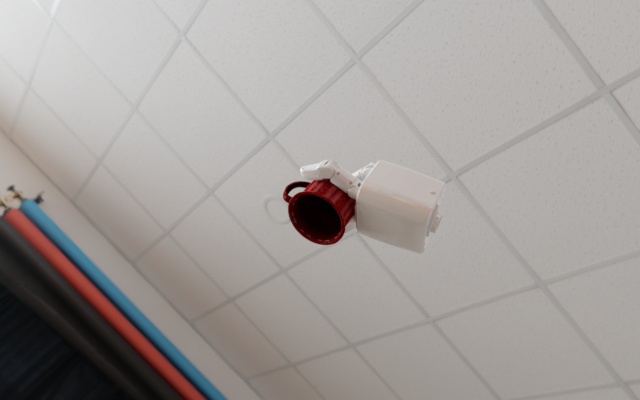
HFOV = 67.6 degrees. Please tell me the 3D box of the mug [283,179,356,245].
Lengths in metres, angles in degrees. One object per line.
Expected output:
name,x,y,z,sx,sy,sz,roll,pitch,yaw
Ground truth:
mug,-0.001,0.002,0.723,0.117,0.093,0.081,21,40,17
